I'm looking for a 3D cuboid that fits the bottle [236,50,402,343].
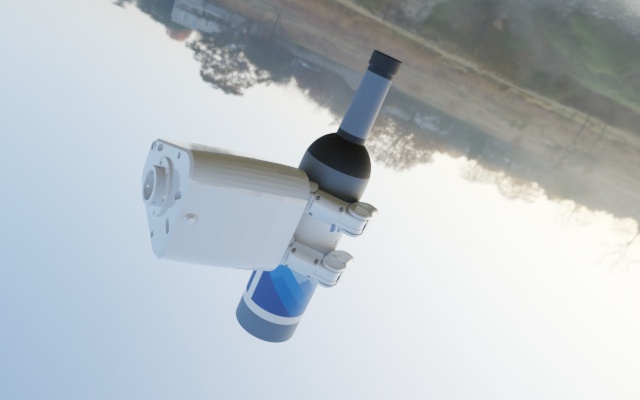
[{"bbox_3d":[0.000,0.002,0.460,0.069,0.296,0.069,22,19,-8],"label":"bottle"}]
